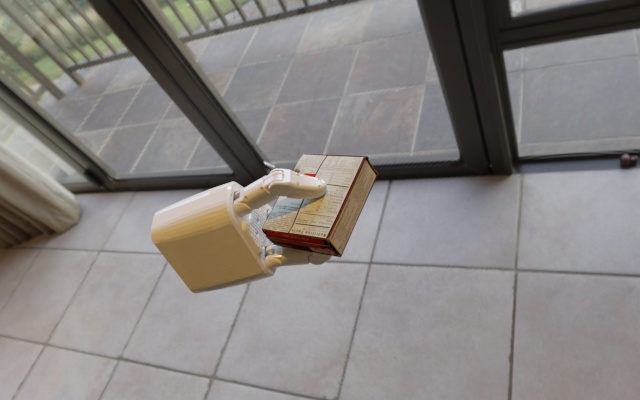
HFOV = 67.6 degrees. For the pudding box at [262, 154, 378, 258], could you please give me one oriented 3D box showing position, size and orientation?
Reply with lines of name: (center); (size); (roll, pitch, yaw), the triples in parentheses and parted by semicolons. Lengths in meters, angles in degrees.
pudding box: (0.000, 0.002, 0.522); (0.090, 0.113, 0.039); (7, -31, 35)
